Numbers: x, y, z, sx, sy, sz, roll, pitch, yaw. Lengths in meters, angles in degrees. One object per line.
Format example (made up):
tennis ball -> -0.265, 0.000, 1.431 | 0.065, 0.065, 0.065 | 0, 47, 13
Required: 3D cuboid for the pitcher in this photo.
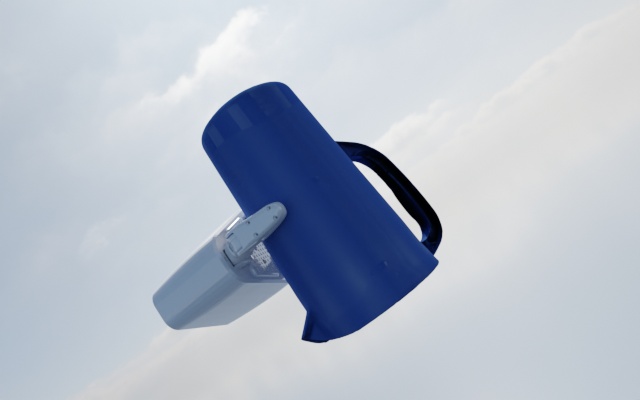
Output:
pitcher -> 0.000, 0.002, 0.474 | 0.145, 0.243, 0.149 | -39, -9, 22
